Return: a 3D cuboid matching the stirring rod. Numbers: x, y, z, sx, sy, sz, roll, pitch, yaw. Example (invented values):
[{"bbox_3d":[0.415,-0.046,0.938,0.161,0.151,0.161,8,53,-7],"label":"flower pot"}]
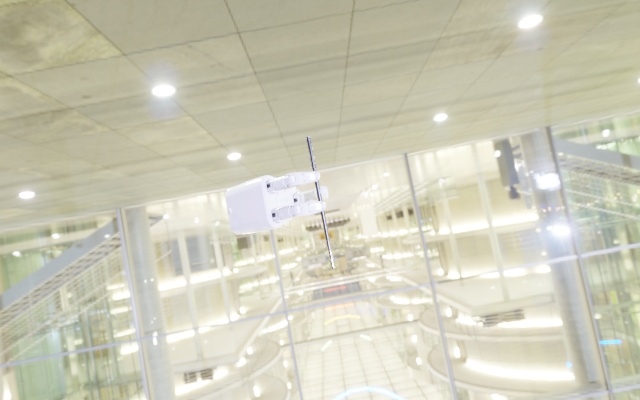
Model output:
[{"bbox_3d":[0.000,0.003,0.856,0.011,0.239,0.011,-11,-4,-1],"label":"stirring rod"}]
